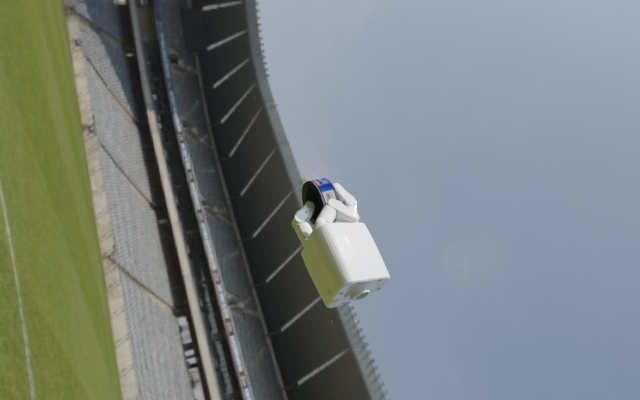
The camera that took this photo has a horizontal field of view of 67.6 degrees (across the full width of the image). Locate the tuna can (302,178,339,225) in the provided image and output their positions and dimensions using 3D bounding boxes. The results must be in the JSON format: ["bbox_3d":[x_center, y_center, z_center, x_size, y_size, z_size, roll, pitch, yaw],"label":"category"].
[{"bbox_3d":[0.001,0.003,0.866,0.034,0.086,0.086,-15,6,-26],"label":"tuna can"}]
